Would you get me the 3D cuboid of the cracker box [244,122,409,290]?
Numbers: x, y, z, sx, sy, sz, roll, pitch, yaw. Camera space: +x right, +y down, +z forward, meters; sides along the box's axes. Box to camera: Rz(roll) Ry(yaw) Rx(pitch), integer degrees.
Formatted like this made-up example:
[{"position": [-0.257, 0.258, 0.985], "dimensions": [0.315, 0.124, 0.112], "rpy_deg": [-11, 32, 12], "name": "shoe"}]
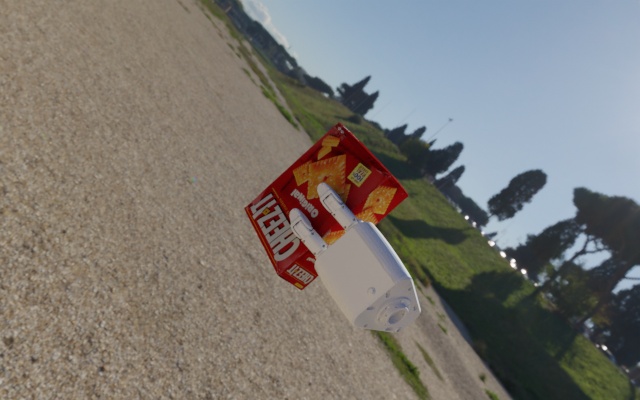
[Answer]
[{"position": [0.000, 0.002, 0.730], "dimensions": [0.072, 0.214, 0.164], "rpy_deg": [43, 9, -44], "name": "cracker box"}]
